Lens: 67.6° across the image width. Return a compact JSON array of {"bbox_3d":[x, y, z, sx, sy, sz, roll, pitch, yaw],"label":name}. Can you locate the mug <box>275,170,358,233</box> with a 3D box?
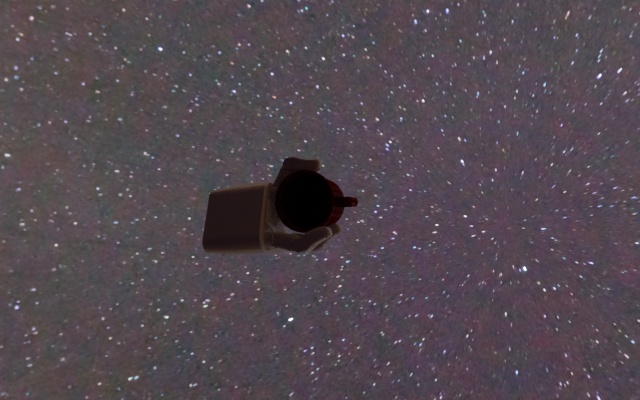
[{"bbox_3d":[0.002,0.002,0.732,0.117,0.093,0.081,-4,-4,19],"label":"mug"}]
